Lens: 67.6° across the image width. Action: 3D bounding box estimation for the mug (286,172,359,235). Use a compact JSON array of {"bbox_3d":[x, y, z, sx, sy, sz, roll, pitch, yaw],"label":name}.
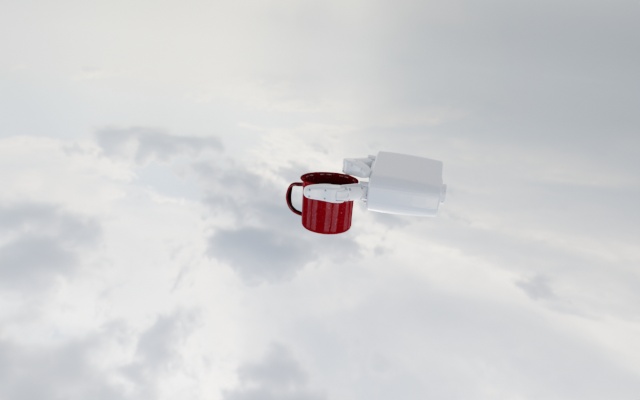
[{"bbox_3d":[-0.001,0.003,0.765,0.117,0.081,0.093,7,17,12],"label":"mug"}]
